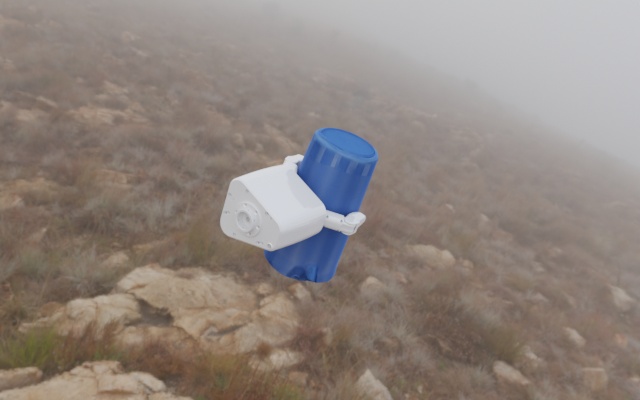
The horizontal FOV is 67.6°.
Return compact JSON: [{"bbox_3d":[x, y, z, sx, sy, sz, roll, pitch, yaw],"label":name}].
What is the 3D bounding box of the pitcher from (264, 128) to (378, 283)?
[{"bbox_3d":[0.000,0.003,0.800,0.149,0.243,0.145,34,29,23],"label":"pitcher"}]
